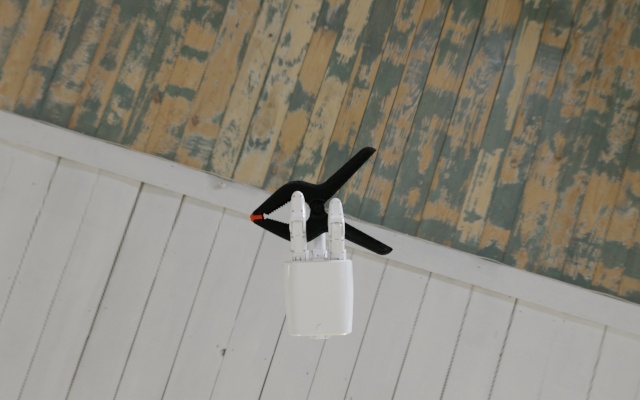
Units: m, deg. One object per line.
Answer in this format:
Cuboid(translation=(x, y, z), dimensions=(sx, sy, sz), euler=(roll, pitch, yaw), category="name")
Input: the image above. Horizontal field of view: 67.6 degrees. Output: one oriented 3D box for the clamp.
Cuboid(translation=(0.000, 0.003, 0.719), dimensions=(0.210, 0.164, 0.036), euler=(-2, -8, 1), category="clamp")
